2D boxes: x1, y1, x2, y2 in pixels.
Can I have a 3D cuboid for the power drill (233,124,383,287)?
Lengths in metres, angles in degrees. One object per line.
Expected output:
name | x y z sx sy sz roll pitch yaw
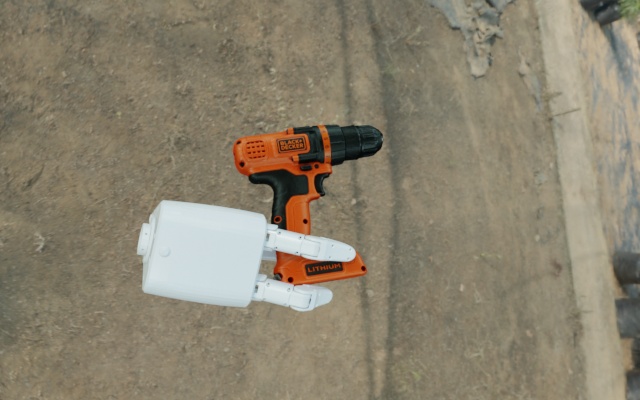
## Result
power drill | 0.000 0.002 0.564 0.184 0.187 0.057 -9 -12 -11
